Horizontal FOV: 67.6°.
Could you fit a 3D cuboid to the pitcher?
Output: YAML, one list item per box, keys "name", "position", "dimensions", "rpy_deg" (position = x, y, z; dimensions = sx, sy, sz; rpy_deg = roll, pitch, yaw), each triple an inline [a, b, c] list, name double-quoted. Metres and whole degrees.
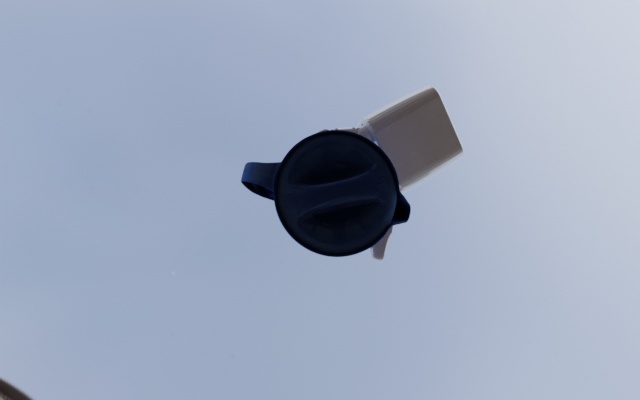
- name: "pitcher"
  position: [0.000, 0.002, 0.607]
  dimensions: [0.145, 0.149, 0.243]
  rpy_deg: [-32, -4, -7]
